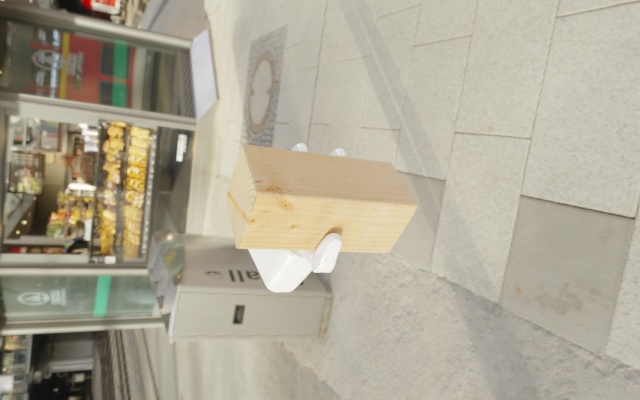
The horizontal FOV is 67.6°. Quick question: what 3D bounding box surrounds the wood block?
[{"bbox_3d":[0.000,0.002,0.589,0.206,0.090,0.090,4,41,-26],"label":"wood block"}]
